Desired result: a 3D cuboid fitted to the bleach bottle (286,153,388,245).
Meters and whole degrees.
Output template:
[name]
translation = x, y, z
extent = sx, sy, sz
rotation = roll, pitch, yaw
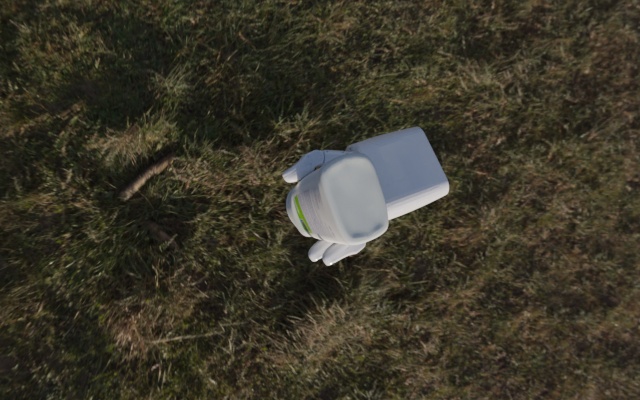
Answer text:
[bleach bottle]
translation = 0.000, 0.002, 0.633
extent = 0.068, 0.102, 0.251
rotation = -20, 5, -18
